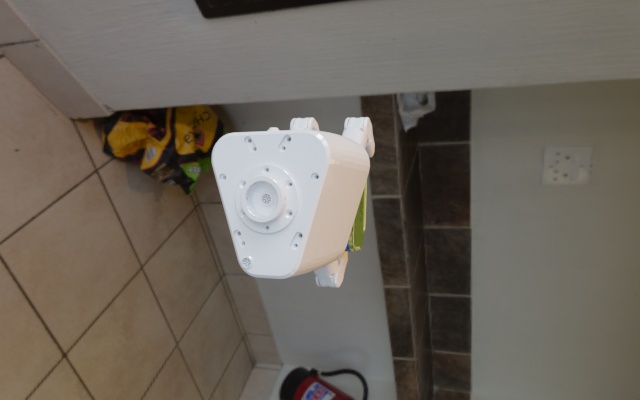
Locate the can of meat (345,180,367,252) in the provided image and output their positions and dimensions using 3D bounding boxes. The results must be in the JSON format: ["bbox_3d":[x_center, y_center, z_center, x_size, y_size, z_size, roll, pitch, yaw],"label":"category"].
[{"bbox_3d":[0.000,0.002,0.482,0.084,0.102,0.057,1,-2,19],"label":"can of meat"}]
